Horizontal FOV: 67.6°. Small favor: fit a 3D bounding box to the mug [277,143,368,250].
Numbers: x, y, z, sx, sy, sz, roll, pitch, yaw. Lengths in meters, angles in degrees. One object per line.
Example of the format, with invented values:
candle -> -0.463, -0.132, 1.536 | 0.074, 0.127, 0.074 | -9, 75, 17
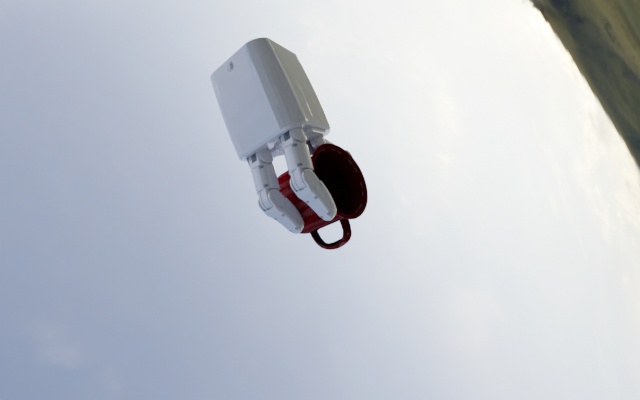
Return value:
mug -> 0.001, 0.003, 0.567 | 0.081, 0.117, 0.093 | -26, -8, 39
